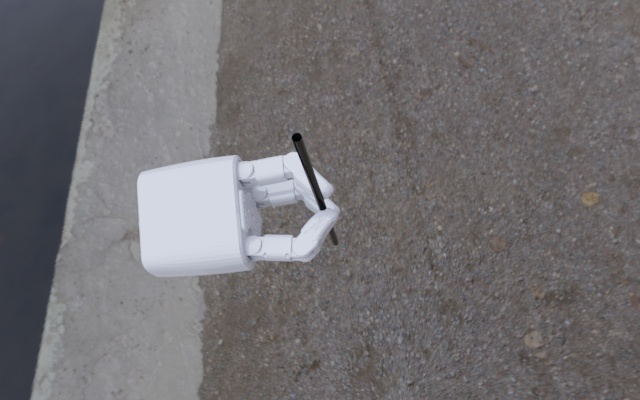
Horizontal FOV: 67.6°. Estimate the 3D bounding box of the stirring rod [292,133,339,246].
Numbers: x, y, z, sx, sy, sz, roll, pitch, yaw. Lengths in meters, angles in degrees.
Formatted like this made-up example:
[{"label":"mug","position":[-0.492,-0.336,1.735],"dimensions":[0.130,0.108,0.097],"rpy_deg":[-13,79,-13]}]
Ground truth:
[{"label":"stirring rod","position":[0.000,0.002,0.468],"dimensions":[0.011,0.011,0.240],"rpy_deg":[0,-24,9]}]
